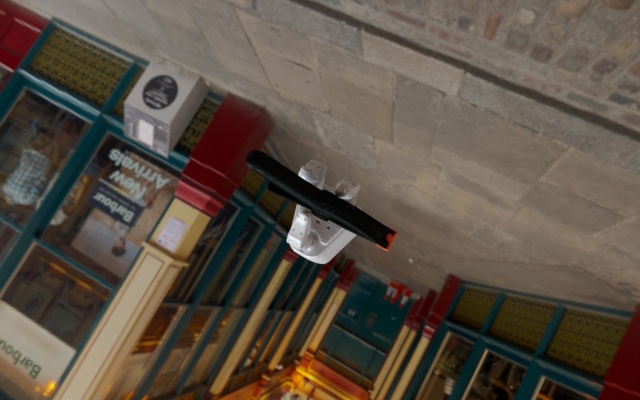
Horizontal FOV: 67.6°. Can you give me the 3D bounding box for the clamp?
[{"bbox_3d":[0.000,0.003,0.623,0.210,0.036,0.164,28,-6,15],"label":"clamp"}]
